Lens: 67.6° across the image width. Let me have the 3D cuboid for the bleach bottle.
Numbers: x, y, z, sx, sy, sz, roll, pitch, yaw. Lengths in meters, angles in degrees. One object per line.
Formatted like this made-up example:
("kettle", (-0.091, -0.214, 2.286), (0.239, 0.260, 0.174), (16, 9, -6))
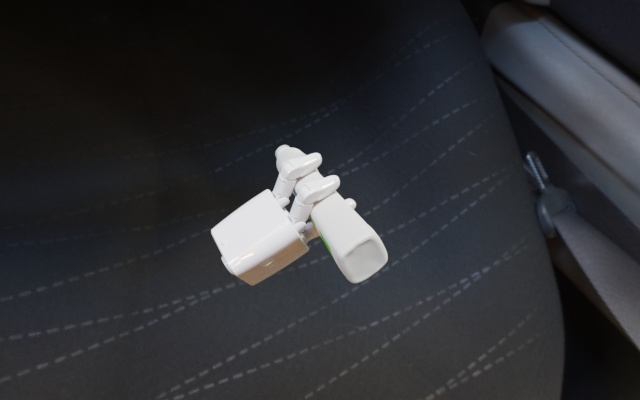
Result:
("bleach bottle", (0.000, 0.002, 0.719), (0.068, 0.250, 0.103), (-35, -39, -4))
